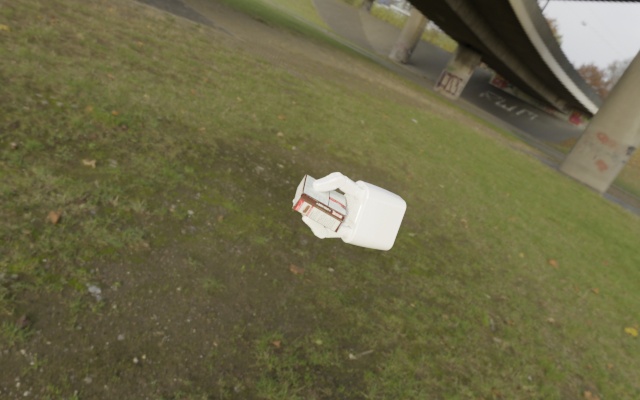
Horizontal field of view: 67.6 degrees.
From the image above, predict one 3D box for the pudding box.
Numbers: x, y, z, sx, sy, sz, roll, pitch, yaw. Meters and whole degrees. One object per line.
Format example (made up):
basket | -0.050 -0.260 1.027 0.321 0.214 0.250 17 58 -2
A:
pudding box | 0.000 0.003 0.860 0.090 0.039 0.113 29 17 -7
